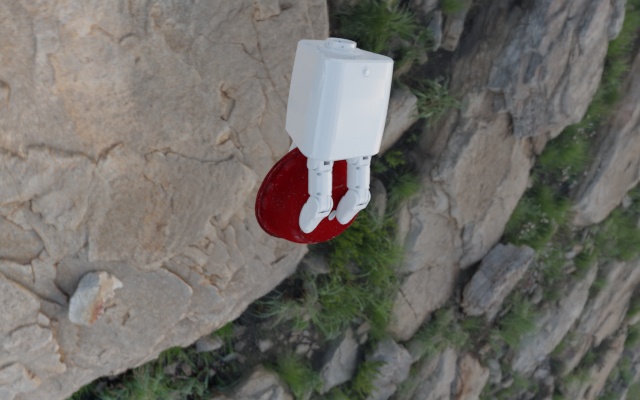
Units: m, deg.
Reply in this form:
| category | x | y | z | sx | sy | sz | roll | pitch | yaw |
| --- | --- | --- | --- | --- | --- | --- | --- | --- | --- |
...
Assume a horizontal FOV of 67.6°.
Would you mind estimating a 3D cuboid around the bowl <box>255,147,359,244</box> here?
| category | x | y | z | sx | sy | sz | roll | pitch | yaw |
| --- | --- | --- | --- | --- | --- | --- | --- | --- | --- |
| bowl | 0.000 | 0.003 | 0.611 | 0.162 | 0.162 | 0.055 | 0 | 36 | -41 |
